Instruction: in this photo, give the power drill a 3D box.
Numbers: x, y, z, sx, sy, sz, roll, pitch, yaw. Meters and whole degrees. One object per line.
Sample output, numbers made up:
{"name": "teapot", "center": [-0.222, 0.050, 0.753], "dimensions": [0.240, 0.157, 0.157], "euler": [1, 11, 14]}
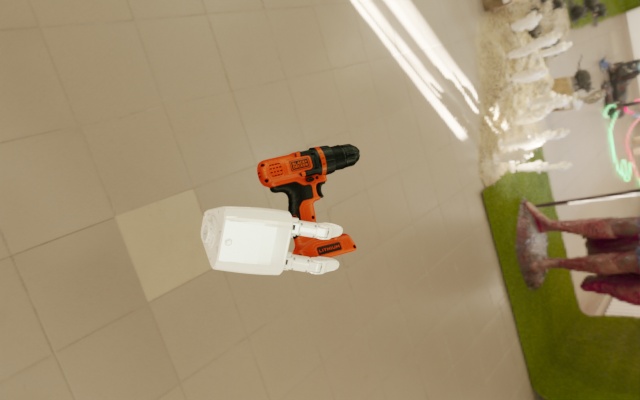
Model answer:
{"name": "power drill", "center": [0.000, 0.003, 0.806], "dimensions": [0.184, 0.187, 0.057], "euler": [-14, -4, -18]}
